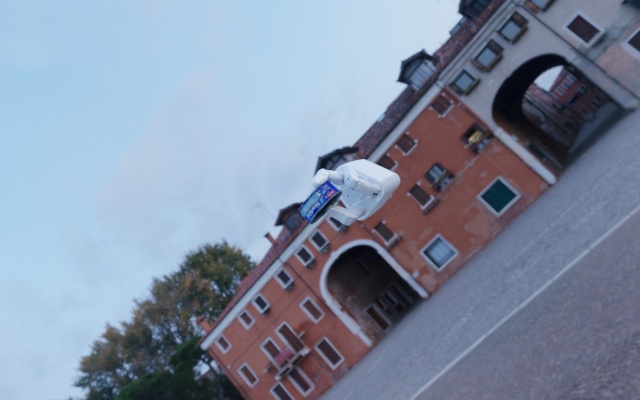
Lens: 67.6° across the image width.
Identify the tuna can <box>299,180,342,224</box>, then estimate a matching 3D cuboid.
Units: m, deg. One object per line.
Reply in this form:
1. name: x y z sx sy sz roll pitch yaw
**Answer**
1. tuna can: 0.000 0.003 0.898 0.033 0.086 0.086 44 8 9
